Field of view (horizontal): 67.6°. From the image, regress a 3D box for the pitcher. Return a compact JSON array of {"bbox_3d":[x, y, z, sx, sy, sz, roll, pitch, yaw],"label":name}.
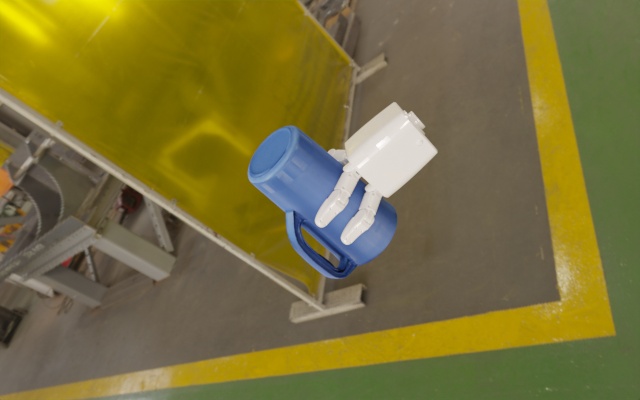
[{"bbox_3d":[0.000,0.002,0.764,0.243,0.145,0.149,40,17,-31],"label":"pitcher"}]
